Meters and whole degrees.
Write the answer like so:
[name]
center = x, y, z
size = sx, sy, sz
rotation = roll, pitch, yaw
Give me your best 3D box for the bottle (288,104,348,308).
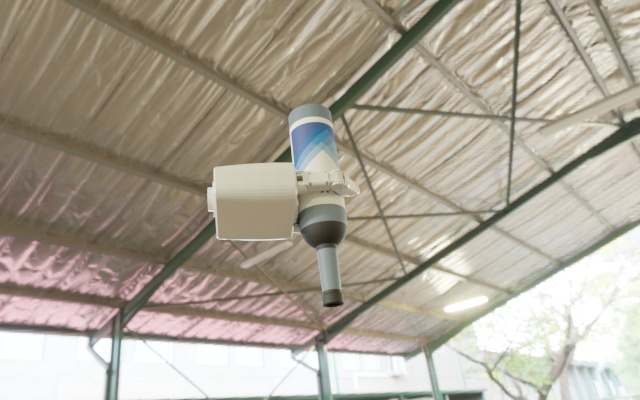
[bottle]
center = 0.000, 0.002, 0.674
size = 0.069, 0.295, 0.069
rotation = -6, -26, -3
